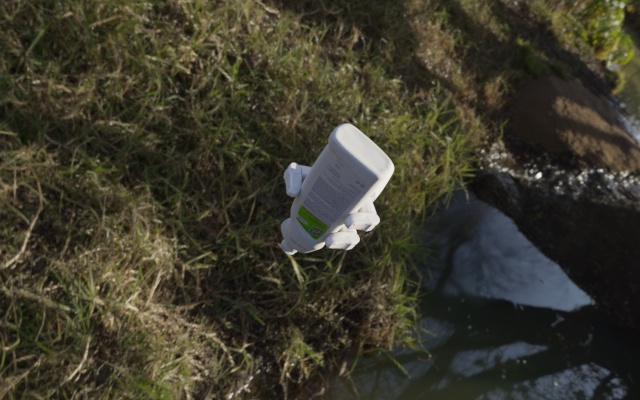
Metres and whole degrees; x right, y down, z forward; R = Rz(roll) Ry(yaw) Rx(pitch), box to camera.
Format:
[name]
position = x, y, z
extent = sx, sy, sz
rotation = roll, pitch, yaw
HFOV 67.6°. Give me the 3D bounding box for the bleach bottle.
[bleach bottle]
position = 0.000, 0.003, 0.745
extent = 0.251, 0.102, 0.068
rotation = -50, -2, 40
